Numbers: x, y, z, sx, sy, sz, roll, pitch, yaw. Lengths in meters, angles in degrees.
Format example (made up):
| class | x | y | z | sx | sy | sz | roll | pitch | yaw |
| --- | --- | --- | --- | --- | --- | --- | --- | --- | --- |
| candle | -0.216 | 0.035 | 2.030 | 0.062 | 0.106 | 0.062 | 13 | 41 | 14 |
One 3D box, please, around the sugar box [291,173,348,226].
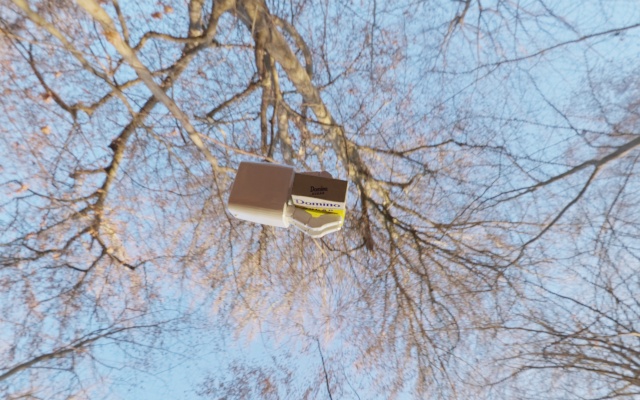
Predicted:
| class | x | y | z | sx | sy | sz | roll | pitch | yaw |
| --- | --- | --- | --- | --- | --- | --- | --- | --- | --- |
| sugar box | 0.000 | 0.003 | 0.865 | 0.093 | 0.048 | 0.176 | 9 | -13 | 4 |
